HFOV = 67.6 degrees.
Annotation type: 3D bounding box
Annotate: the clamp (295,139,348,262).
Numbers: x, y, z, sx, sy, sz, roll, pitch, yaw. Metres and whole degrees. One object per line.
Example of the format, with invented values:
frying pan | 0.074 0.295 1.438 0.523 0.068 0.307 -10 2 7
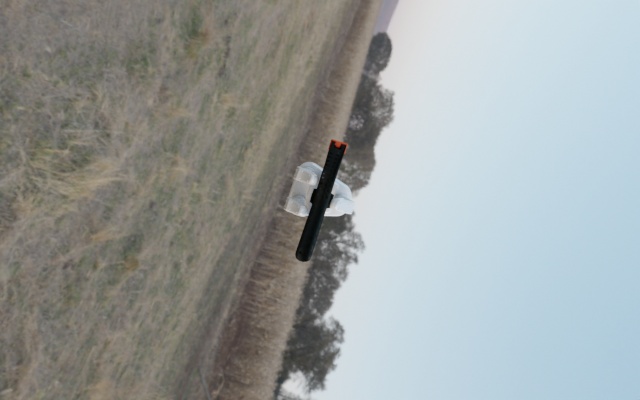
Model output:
clamp | 0.001 0.002 0.788 0.036 0.210 0.164 18 6 -1
